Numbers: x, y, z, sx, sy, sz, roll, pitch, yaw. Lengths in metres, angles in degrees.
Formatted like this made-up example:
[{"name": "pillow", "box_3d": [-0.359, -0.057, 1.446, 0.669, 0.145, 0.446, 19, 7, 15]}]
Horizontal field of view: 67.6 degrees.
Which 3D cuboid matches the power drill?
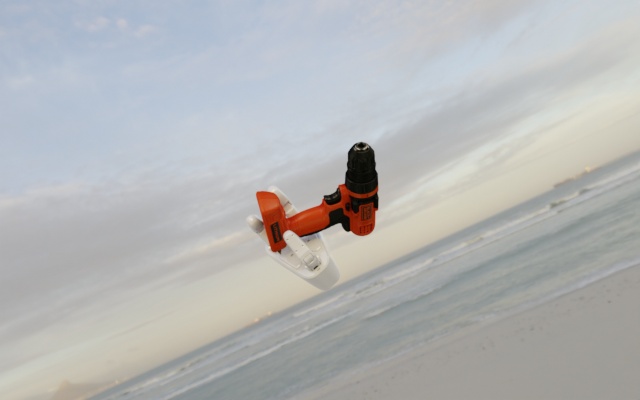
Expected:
[{"name": "power drill", "box_3d": [0.000, 0.003, 0.735, 0.187, 0.185, 0.057, -13, 44, -7]}]
